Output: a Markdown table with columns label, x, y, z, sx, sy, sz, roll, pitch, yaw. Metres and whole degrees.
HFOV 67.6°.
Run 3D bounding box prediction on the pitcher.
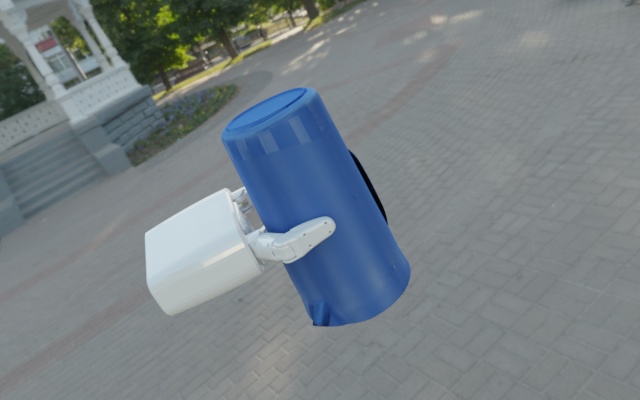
| label | x | y | z | sx | sy | sz | roll | pitch | yaw |
| --- | --- | --- | --- | --- | --- | --- | --- | --- | --- |
| pitcher | 0.000 | 0.002 | 0.528 | 0.145 | 0.243 | 0.149 | -28 | 23 | -3 |
